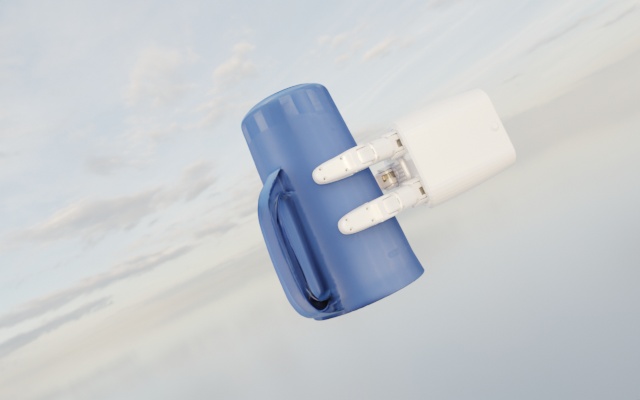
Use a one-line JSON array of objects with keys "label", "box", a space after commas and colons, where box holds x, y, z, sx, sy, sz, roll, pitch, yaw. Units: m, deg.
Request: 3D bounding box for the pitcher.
[{"label": "pitcher", "box": [0.000, 0.002, 0.524, 0.145, 0.243, 0.149, -25, -4, -5]}]
